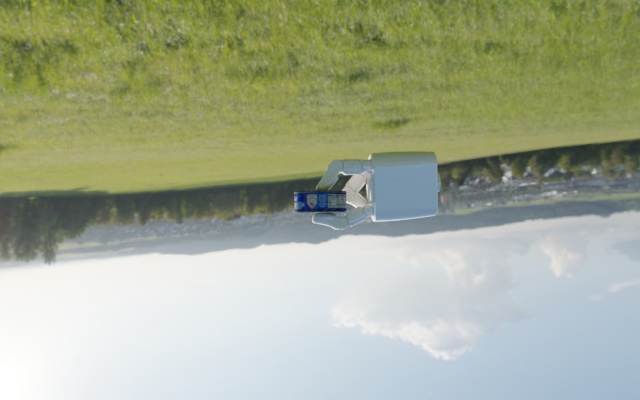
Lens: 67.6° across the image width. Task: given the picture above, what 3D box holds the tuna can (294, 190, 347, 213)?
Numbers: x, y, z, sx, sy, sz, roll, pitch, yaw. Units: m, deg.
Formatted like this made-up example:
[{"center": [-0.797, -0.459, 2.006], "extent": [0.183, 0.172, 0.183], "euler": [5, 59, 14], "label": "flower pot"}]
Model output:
[{"center": [0.000, 0.003, 0.774], "extent": [0.086, 0.034, 0.086], "euler": [-1, -2, 0], "label": "tuna can"}]
